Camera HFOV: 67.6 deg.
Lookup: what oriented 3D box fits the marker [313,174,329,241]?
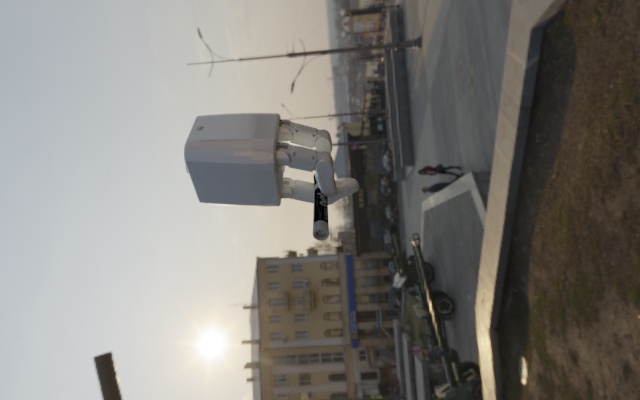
[{"bbox_3d":[0.000,0.002,0.588,0.020,0.020,0.121,0,38,0],"label":"marker"}]
